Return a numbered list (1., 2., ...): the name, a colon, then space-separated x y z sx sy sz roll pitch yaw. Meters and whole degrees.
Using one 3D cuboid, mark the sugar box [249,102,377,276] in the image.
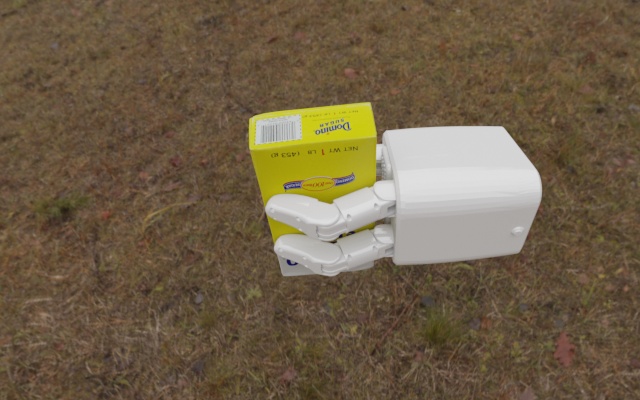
1. sugar box: 0.000 0.002 0.411 0.093 0.048 0.176 -5 -42 2
